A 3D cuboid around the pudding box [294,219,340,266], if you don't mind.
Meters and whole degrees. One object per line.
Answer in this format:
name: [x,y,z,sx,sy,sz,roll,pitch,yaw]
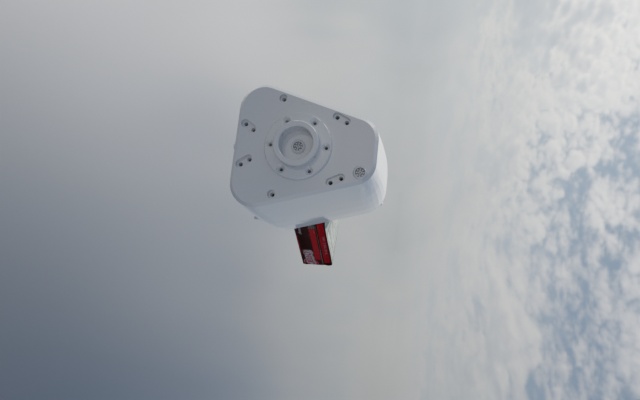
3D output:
pudding box: [0.000,0.002,0.524,0.039,0.113,0.090,5,-37,11]
